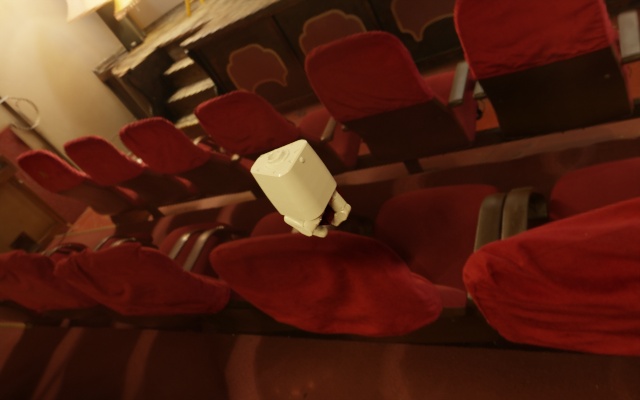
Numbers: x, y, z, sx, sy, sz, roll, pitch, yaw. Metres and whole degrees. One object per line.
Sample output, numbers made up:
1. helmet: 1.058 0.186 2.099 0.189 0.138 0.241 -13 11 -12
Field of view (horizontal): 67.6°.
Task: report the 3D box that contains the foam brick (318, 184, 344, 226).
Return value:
1. foam brick: 0.000 0.003 0.894 0.053 0.078 0.051 -6 -48 38
